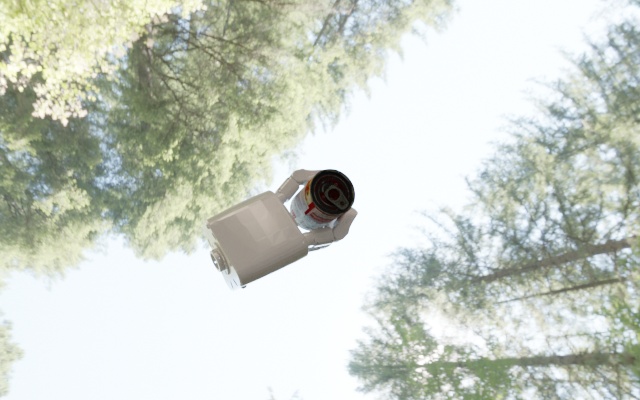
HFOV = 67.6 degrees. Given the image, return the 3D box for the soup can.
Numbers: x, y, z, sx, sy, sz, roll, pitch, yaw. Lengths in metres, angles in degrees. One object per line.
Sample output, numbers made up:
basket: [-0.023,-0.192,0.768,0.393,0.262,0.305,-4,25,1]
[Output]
soup can: [0.000,0.002,0.702,0.068,0.068,0.102,0,-16,-21]
